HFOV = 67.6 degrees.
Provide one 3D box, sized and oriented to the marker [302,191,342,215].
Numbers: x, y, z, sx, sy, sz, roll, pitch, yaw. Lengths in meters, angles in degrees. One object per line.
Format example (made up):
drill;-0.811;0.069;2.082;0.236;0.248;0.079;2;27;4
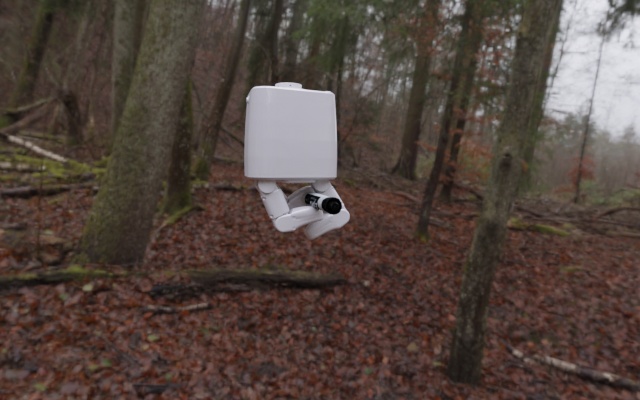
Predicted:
marker;0.000;0.002;0.556;0.020;0.020;0.121;0;4;-14
